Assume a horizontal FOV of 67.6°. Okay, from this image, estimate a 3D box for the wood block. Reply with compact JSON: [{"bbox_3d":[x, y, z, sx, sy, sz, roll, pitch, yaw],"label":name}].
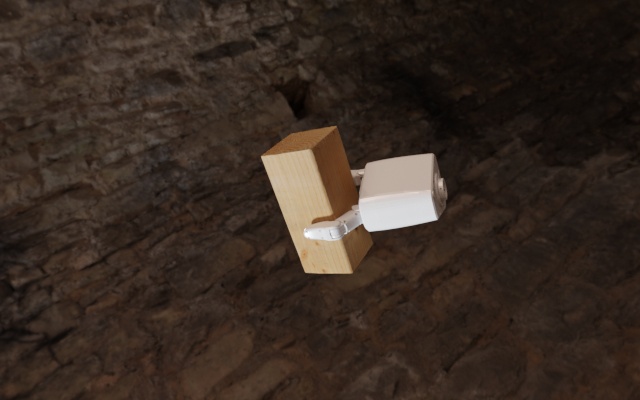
[{"bbox_3d":[0.000,0.003,0.736,0.090,0.206,0.090,-4,26,33],"label":"wood block"}]
